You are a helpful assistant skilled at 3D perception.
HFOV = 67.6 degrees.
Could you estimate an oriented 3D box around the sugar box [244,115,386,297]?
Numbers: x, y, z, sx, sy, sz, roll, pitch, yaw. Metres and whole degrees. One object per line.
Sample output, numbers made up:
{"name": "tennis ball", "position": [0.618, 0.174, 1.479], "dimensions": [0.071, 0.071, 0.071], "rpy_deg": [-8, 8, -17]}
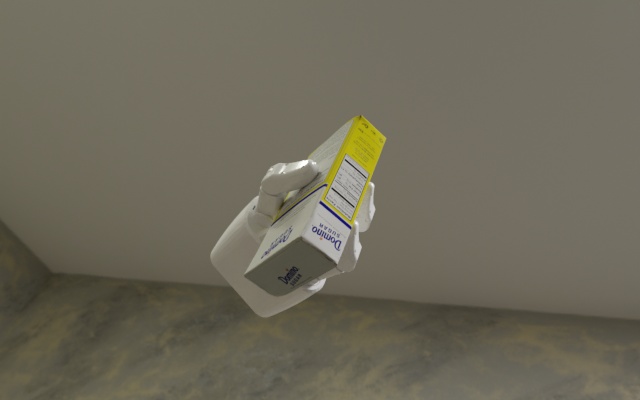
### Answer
{"name": "sugar box", "position": [0.000, 0.002, 0.451], "dimensions": [0.048, 0.176, 0.093], "rpy_deg": [38, -44, -16]}
